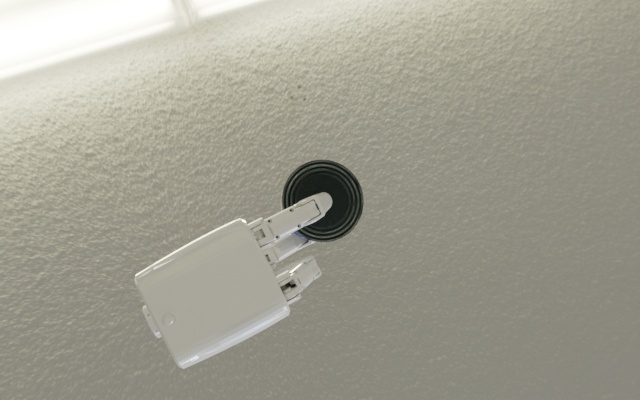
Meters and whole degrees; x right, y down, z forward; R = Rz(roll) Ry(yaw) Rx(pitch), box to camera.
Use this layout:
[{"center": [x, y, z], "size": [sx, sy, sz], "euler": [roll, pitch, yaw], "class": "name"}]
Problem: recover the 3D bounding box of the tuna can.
[{"center": [0.000, 0.002, 0.506], "size": [0.086, 0.086, 0.034], "euler": [0, -5, -10], "class": "tuna can"}]
